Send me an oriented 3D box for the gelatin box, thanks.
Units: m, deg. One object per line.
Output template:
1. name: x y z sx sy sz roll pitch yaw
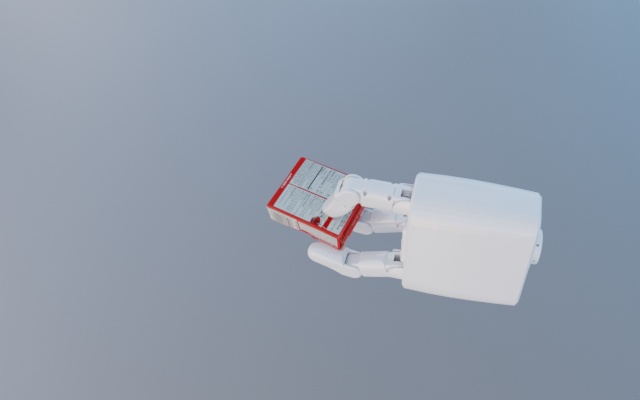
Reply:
1. gelatin box: 0.000 0.001 0.503 0.089 0.073 0.030 23 -28 18
